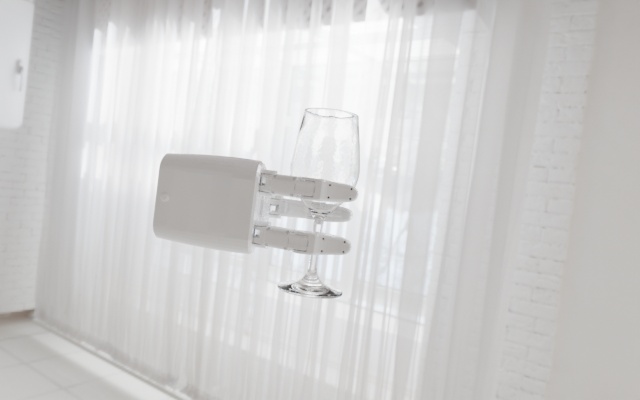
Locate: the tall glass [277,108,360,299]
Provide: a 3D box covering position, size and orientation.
[{"bbox_3d":[0.000,0.002,0.533,0.079,0.201,0.079,7,2,0],"label":"tall glass"}]
